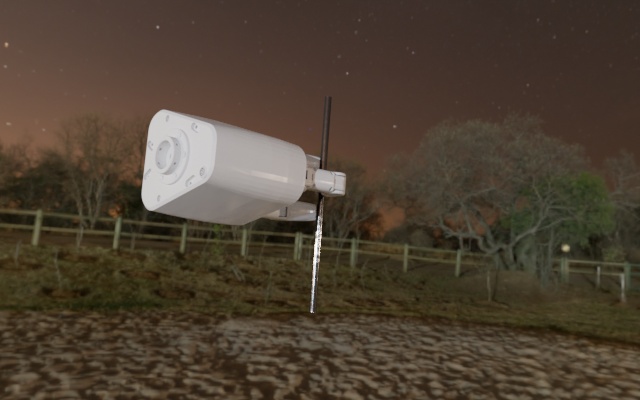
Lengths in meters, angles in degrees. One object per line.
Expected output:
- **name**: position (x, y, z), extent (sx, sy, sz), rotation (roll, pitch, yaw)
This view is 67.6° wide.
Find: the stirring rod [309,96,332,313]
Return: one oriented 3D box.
- **stirring rod**: position (0.000, 0.002, 0.531), extent (0.011, 0.239, 0.011), rotation (4, -6, 0)
